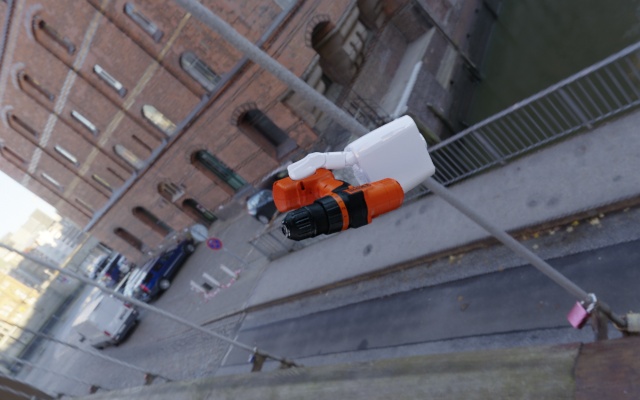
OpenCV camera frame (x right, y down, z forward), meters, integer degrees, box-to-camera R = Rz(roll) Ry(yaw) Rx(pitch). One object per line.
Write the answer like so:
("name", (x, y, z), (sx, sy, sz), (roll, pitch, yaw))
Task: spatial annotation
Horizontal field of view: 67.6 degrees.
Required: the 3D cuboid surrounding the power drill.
("power drill", (0.000, 0.002, 0.699), (0.184, 0.057, 0.187), (-16, 18, -25))
